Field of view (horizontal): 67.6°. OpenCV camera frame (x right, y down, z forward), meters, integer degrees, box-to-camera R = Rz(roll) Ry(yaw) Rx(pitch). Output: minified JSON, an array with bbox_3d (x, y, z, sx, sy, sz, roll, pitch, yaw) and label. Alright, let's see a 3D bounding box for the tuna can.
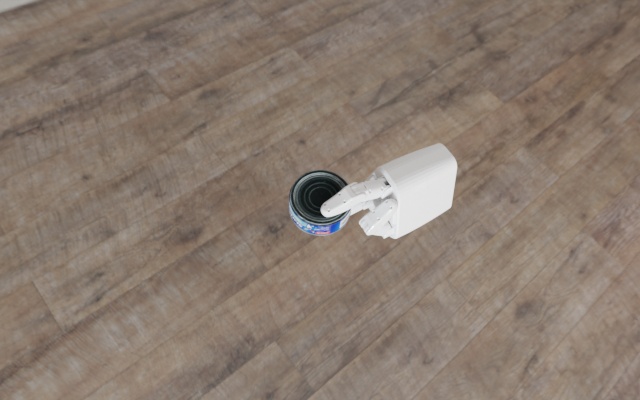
[{"bbox_3d":[0.000,0.002,0.641,0.086,0.086,0.034,0,-27,-3],"label":"tuna can"}]
